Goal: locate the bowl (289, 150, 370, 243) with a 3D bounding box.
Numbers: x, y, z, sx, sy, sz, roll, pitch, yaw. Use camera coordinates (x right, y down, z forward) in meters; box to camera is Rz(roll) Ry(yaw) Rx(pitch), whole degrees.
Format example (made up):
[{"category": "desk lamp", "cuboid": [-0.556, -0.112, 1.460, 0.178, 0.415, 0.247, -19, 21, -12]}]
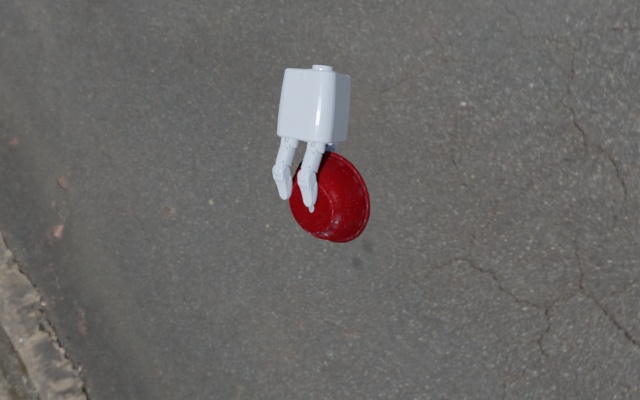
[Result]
[{"category": "bowl", "cuboid": [0.000, 0.004, 0.783, 0.162, 0.162, 0.055, 0, 17, 41]}]
